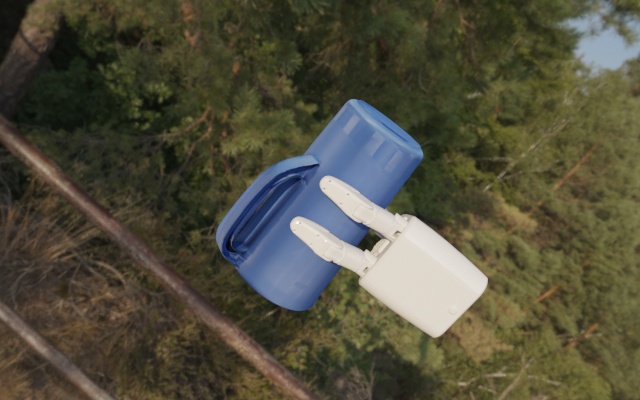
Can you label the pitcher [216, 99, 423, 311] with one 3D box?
[{"bbox_3d":[0.000,0.002,0.567,0.145,0.243,0.149,38,17,1],"label":"pitcher"}]
